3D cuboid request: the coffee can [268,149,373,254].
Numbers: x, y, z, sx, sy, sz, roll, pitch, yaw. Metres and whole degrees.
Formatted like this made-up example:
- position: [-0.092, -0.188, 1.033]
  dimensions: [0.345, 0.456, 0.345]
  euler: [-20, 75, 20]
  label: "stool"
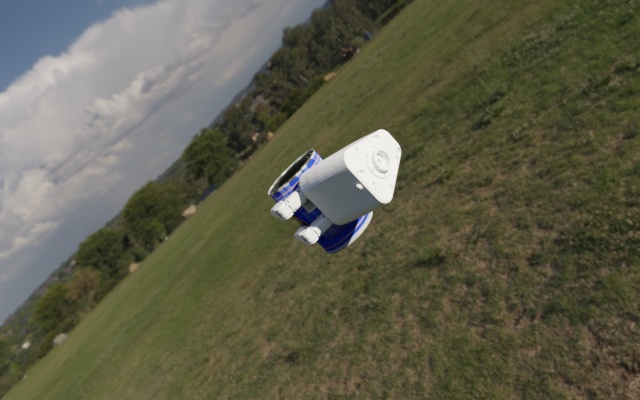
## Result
- position: [0.000, 0.003, 0.772]
  dimensions: [0.140, 0.103, 0.103]
  euler: [45, -14, -14]
  label: "coffee can"
